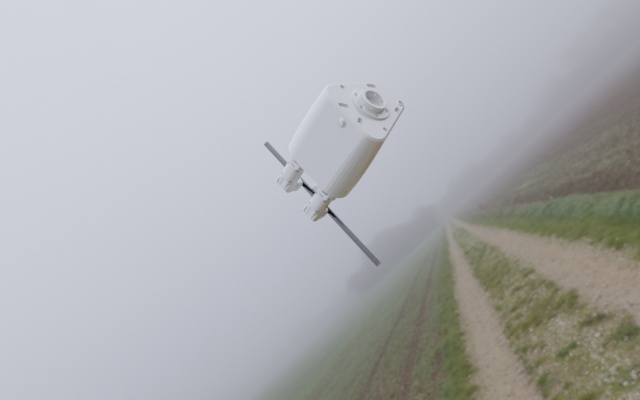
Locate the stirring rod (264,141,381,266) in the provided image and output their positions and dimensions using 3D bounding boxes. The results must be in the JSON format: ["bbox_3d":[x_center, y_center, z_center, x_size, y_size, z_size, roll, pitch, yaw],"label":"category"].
[{"bbox_3d":[0.000,0.002,0.679,0.011,0.239,0.011,-41,-11,-10],"label":"stirring rod"}]
